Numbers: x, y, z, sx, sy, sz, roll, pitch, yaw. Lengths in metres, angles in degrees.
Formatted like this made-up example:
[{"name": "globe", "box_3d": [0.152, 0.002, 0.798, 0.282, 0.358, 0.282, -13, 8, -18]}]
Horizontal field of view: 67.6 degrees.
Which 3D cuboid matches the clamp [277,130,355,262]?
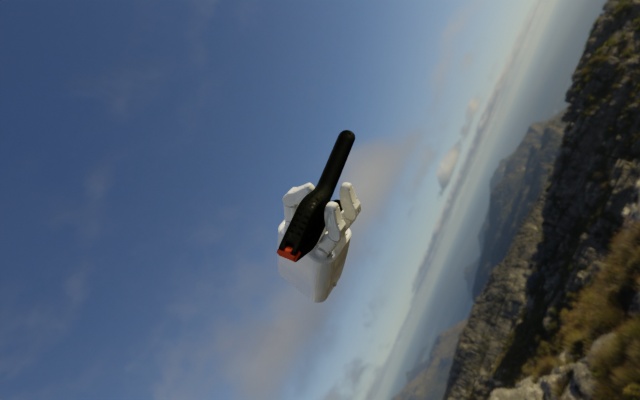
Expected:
[{"name": "clamp", "box_3d": [-0.001, 0.003, 0.705, 0.036, 0.165, 0.210, 20, 42, 18]}]
